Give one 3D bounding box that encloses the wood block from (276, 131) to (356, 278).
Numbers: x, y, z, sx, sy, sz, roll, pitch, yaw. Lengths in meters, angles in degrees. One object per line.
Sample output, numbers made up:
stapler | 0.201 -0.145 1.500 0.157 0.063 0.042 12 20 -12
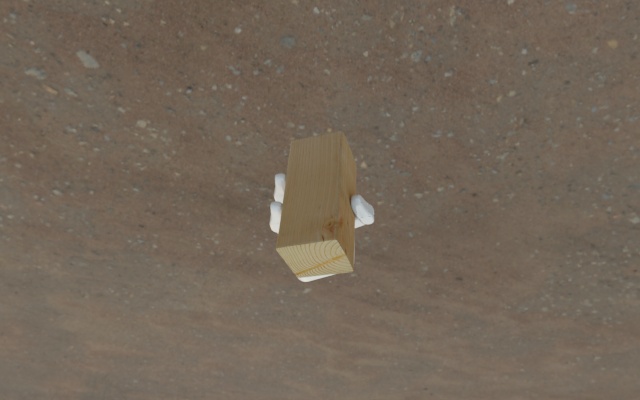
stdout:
wood block | 0.001 0.003 0.732 0.091 0.206 0.090 -9 -39 17
